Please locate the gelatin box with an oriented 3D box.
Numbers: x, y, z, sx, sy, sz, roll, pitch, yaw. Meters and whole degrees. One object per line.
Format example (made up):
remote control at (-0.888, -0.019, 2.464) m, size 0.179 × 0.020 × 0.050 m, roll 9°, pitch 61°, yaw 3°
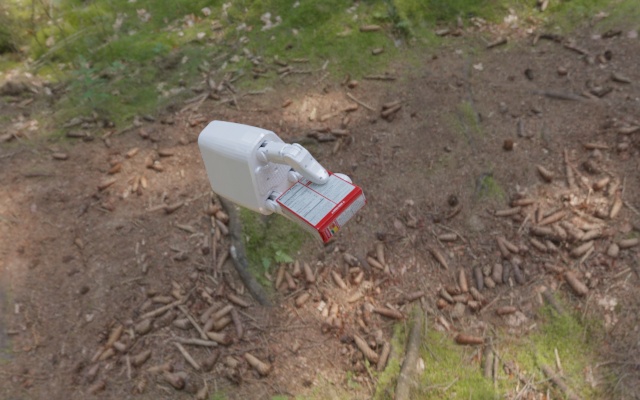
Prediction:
gelatin box at (0.000, 0.002, 0.582) m, size 0.073 × 0.030 × 0.089 m, roll -43°, pitch 44°, yaw -17°
